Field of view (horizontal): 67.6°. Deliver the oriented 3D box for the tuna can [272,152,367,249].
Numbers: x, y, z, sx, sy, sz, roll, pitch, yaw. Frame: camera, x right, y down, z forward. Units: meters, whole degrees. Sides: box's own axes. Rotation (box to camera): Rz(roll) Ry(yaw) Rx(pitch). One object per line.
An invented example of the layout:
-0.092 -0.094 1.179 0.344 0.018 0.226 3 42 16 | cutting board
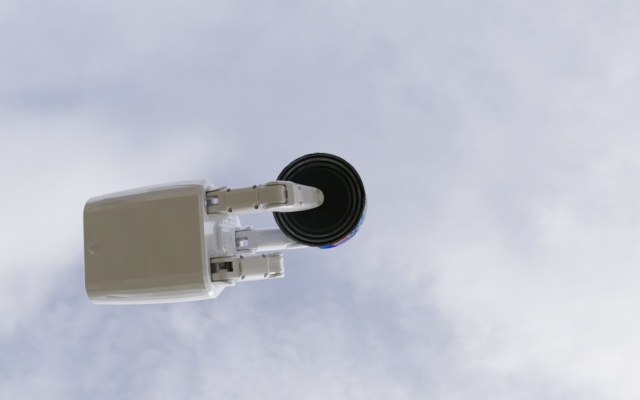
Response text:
0.000 0.002 0.440 0.086 0.086 0.034 0 -10 10 | tuna can
